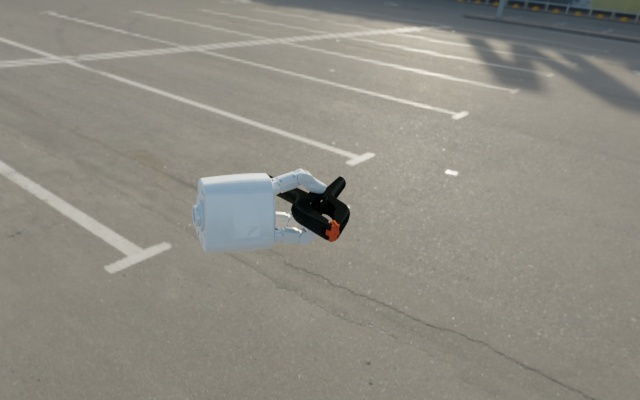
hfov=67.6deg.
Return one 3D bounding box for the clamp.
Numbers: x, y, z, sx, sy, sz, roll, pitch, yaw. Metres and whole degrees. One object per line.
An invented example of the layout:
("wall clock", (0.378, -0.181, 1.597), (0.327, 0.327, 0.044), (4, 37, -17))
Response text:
("clamp", (0.000, 0.002, 0.790), (0.164, 0.036, 0.210), (-3, 27, -25))
